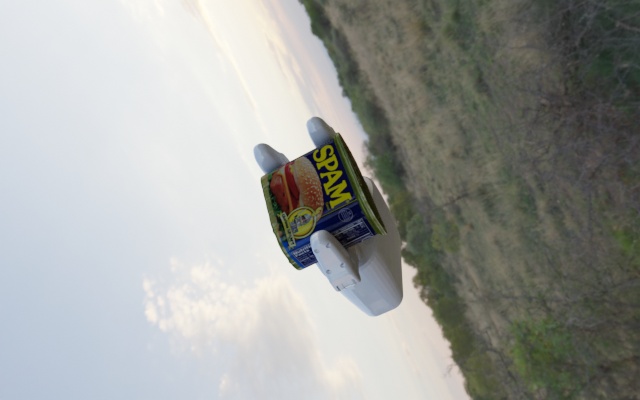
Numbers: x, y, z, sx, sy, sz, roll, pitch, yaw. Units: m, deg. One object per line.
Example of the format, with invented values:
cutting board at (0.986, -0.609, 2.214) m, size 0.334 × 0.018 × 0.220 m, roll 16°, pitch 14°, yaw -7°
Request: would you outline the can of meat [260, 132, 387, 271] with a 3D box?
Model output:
can of meat at (0.000, 0.002, 0.424) m, size 0.084 × 0.102 × 0.057 m, roll -27°, pitch -40°, yaw 10°
